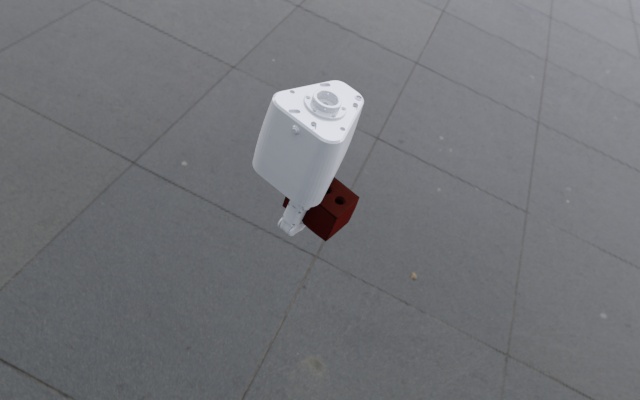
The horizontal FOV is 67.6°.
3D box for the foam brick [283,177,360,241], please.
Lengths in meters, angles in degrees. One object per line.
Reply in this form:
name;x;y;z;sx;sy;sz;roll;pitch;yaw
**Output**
foam brick;0.000;0.002;0.609;0.078;0.051;0.053;38;48;13
